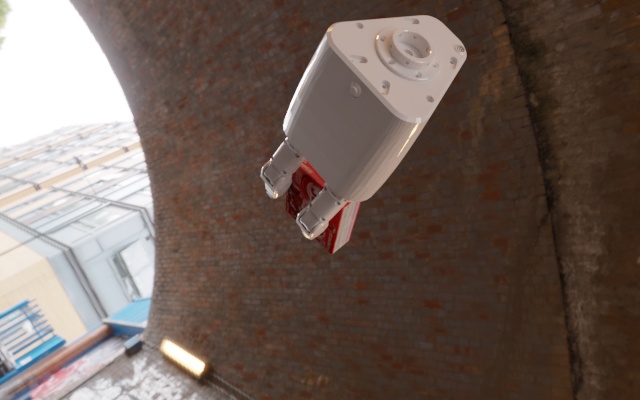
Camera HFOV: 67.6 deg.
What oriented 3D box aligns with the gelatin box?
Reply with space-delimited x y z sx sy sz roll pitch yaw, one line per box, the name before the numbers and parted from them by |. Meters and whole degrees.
gelatin box | 0.000 0.001 0.471 0.030 0.073 0.089 -36 -24 -27
